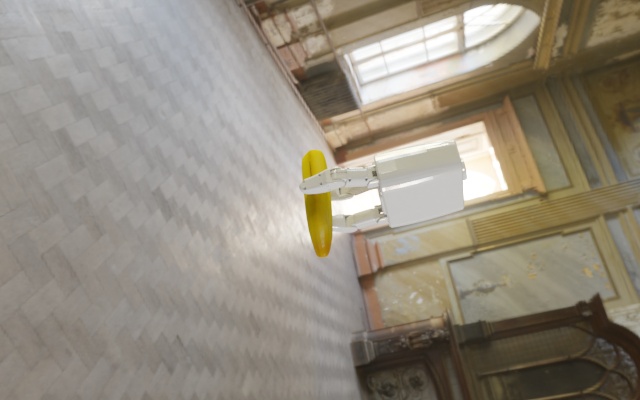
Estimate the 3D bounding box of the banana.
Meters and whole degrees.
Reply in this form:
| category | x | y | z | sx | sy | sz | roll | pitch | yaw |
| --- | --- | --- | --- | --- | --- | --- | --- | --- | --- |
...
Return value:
| category | x | y | z | sx | sy | sz | roll | pitch | yaw |
| --- | --- | --- | --- | --- | --- | --- | --- | --- | --- |
| banana | -0.004 | -0.014 | 0.664 | 0.037 | 0.070 | 0.197 | -10 | 42 | 4 |
